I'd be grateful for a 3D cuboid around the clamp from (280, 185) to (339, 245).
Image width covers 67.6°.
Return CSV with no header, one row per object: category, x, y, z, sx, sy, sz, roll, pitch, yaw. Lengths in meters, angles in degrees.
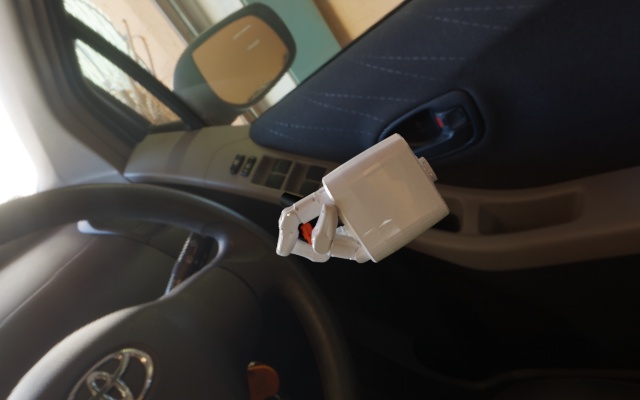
clamp,0.000,0.002,0.646,0.120,0.039,0.171,-33,22,7
